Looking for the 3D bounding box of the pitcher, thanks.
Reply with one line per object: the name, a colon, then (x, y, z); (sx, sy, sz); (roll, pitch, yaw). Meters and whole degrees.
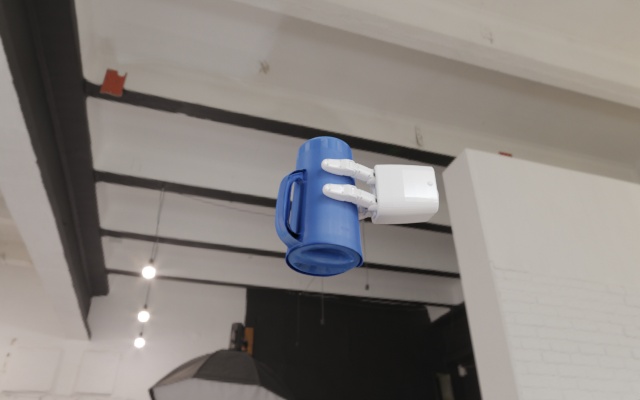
pitcher: (0.000, 0.003, 0.864); (0.145, 0.242, 0.149); (-1, -32, 1)
